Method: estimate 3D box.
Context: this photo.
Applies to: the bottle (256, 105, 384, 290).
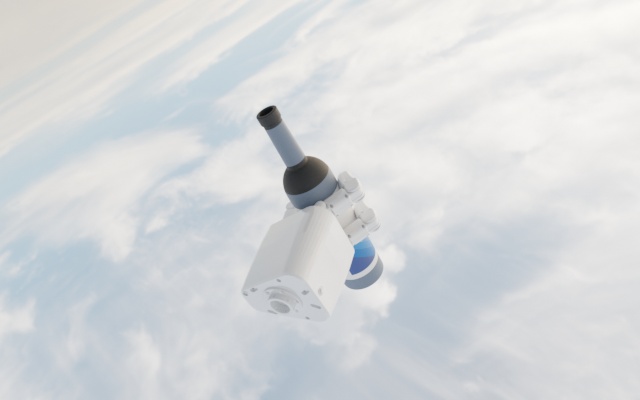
[{"bbox_3d":[0.000,0.002,0.638,0.069,0.296,0.069,-21,34,15],"label":"bottle"}]
